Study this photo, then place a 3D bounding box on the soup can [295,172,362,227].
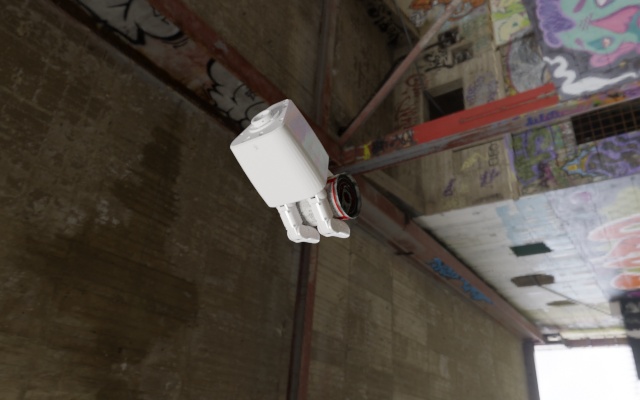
[{"bbox_3d":[0.000,0.003,0.709,0.102,0.068,0.068,-14,-8,33],"label":"soup can"}]
